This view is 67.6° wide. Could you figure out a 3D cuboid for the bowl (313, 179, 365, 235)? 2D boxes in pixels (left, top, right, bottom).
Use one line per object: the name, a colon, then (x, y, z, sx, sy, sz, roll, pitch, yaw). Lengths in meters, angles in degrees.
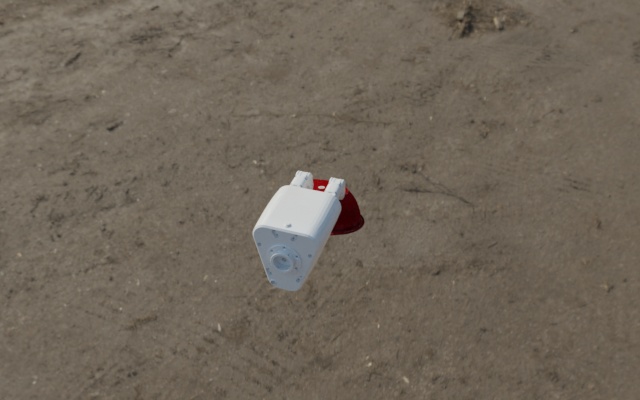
bowl: (0.000, 0.002, 0.828, 0.162, 0.055, 0.162, 7, 19, -2)
